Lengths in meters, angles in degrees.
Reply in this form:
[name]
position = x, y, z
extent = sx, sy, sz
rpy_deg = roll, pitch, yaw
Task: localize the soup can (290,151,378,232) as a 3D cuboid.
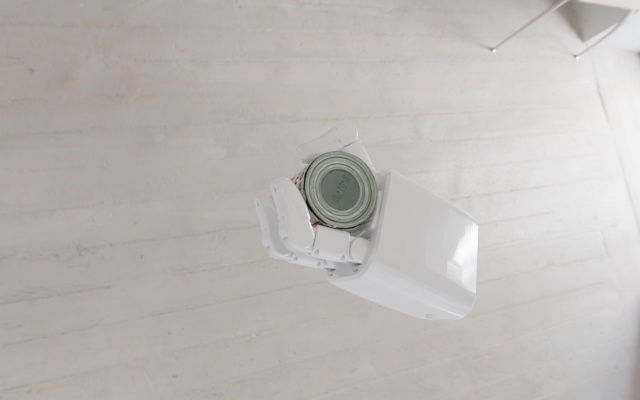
[soup can]
position = 0.000, 0.001, 0.434
extent = 0.068, 0.068, 0.102
rpy_deg = 0, -12, -21
